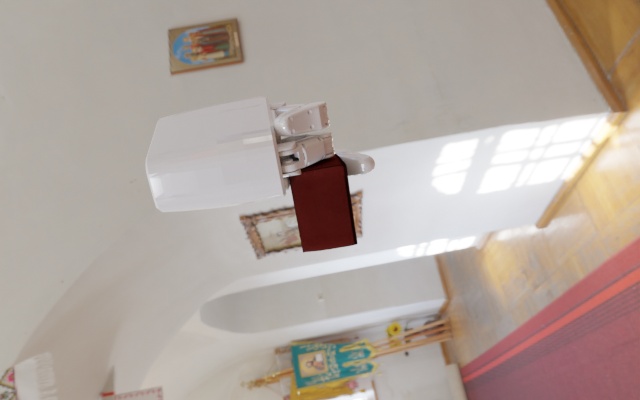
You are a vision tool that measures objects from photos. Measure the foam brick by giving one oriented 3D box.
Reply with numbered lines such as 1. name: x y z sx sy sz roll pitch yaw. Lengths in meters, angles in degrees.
1. foam brick: 0.000 0.002 0.445 0.051 0.078 0.053 -11 17 -5
